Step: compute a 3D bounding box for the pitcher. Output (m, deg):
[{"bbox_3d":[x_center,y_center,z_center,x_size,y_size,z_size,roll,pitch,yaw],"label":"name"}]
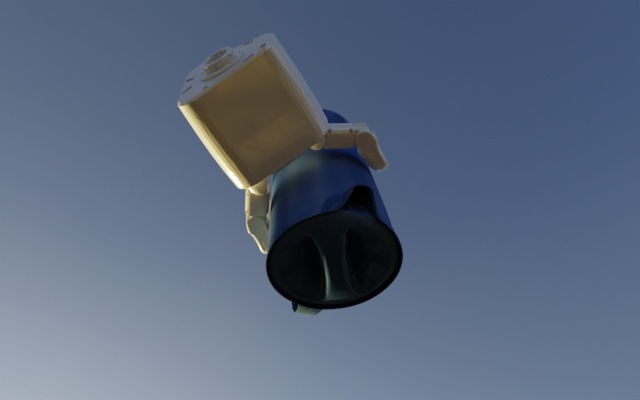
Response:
[{"bbox_3d":[0.000,0.002,0.556,0.149,0.145,0.242,-25,35,13],"label":"pitcher"}]
